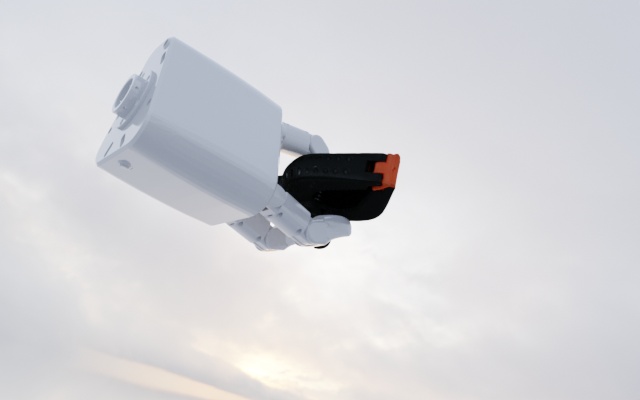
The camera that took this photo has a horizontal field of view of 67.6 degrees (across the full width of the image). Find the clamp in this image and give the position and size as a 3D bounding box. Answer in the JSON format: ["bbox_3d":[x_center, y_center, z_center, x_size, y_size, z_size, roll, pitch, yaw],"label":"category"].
[{"bbox_3d":[0.000,0.001,0.443,0.165,0.036,0.210,29,-28,-35],"label":"clamp"}]
